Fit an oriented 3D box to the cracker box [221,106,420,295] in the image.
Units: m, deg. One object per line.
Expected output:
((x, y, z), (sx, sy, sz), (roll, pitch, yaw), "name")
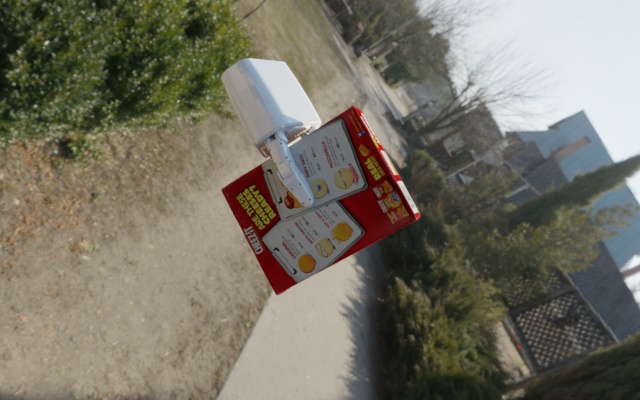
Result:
((0.000, 0.002, 0.638), (0.214, 0.164, 0.072), (-31, -7, 16), "cracker box")
